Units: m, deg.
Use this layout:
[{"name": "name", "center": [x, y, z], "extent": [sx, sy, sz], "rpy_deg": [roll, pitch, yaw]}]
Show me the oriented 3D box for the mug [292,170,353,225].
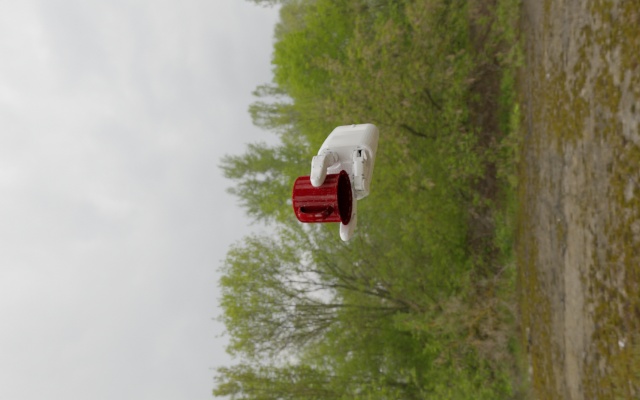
[{"name": "mug", "center": [0.000, 0.003, 0.795], "extent": [0.081, 0.093, 0.117], "rpy_deg": [-3, 29, 19]}]
